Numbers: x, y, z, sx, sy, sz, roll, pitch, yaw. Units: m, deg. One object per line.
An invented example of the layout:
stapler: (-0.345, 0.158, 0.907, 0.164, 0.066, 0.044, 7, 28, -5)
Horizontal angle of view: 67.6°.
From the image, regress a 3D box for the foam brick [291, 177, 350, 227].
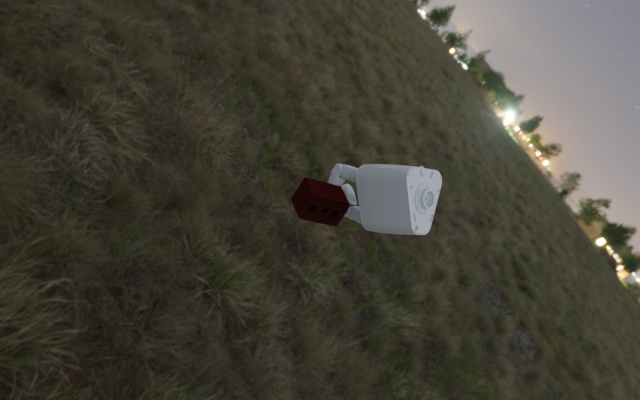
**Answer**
foam brick: (0.000, 0.003, 0.810, 0.078, 0.053, 0.051, 13, 35, -29)
